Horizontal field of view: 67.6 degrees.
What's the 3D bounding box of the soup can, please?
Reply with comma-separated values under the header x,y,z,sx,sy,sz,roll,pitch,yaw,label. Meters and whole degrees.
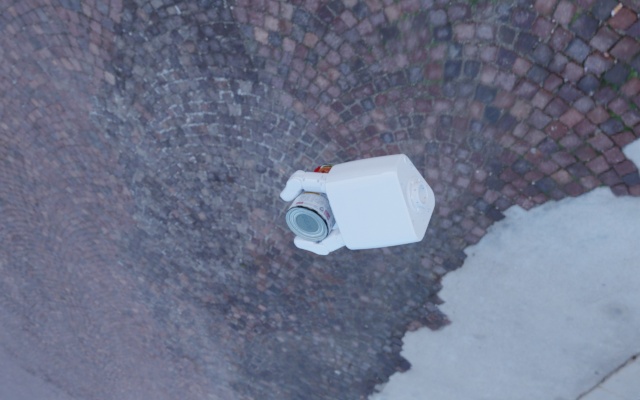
x,y,z,sx,sy,sz,roll,pitch,yaw,label
0.000,0.002,0.703,0.068,0.068,0.102,0,40,31,soup can
